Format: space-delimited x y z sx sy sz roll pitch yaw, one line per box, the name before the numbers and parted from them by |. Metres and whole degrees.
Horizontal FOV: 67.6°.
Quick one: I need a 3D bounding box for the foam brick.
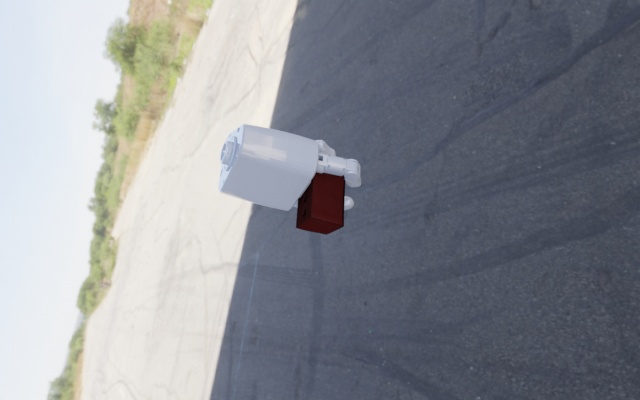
foam brick | 0.000 0.002 0.672 0.051 0.078 0.053 13 -25 -24
